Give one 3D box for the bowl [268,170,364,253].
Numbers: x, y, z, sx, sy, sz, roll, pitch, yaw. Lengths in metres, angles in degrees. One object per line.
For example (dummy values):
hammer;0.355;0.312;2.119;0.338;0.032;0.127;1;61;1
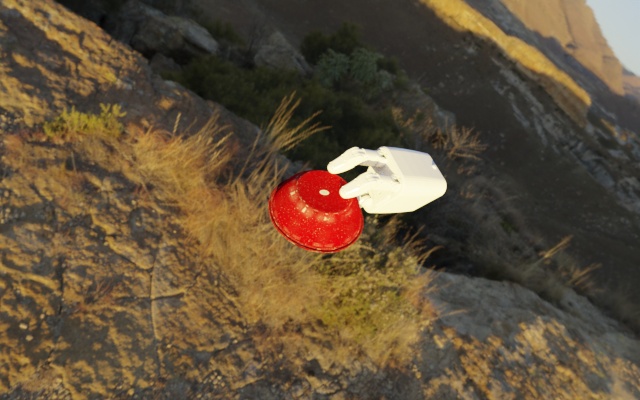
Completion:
bowl;-0.001;0.003;0.765;0.162;0.162;0.055;0;-40;-19
